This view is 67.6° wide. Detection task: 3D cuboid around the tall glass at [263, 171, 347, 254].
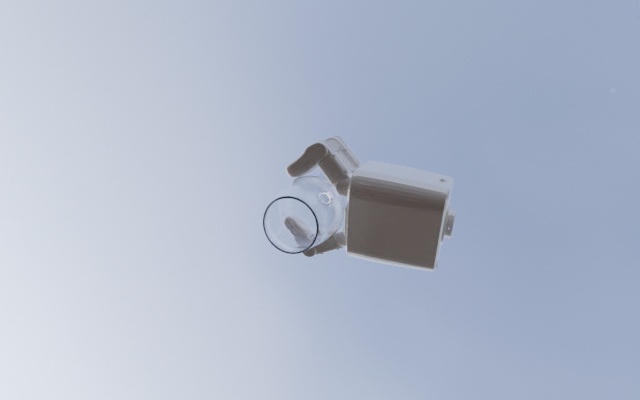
[{"bbox_3d":[0.000,0.002,0.578,0.079,0.079,0.201,0,14,19],"label":"tall glass"}]
